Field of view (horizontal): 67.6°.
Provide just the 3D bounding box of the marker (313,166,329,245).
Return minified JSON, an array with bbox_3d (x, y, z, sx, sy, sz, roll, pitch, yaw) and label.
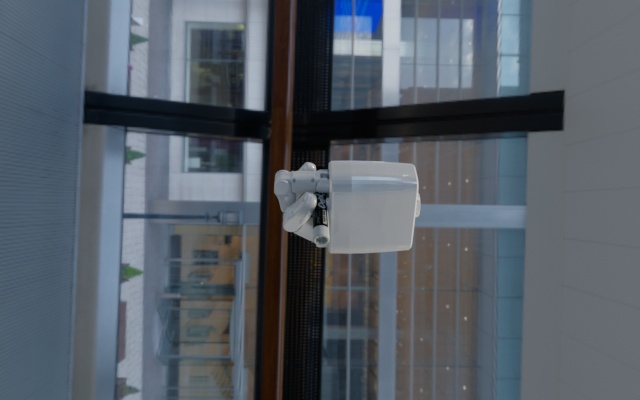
[{"bbox_3d":[0.000,0.002,0.579,0.020,0.121,0.020,-1,-44,-1],"label":"marker"}]
